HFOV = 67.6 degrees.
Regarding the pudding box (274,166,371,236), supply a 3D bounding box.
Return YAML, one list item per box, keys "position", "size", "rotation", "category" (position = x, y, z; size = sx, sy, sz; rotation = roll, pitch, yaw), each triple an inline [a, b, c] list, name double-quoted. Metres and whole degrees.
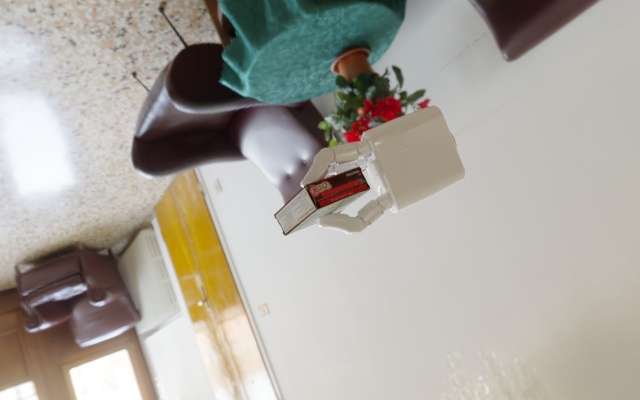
- position: [0.000, 0.002, 0.636]
  size: [0.090, 0.039, 0.113]
  rotation: [-19, -13, -32]
  category: "pudding box"
